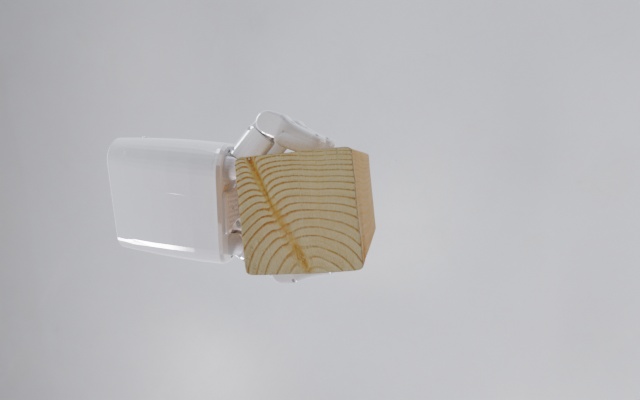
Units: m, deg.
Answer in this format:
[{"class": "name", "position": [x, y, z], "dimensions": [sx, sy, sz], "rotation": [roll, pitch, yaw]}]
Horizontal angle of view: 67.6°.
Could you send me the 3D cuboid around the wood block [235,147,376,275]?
[{"class": "wood block", "position": [0.000, 0.002, 0.446], "dimensions": [0.090, 0.091, 0.206], "rotation": [-4, 4, 10]}]
